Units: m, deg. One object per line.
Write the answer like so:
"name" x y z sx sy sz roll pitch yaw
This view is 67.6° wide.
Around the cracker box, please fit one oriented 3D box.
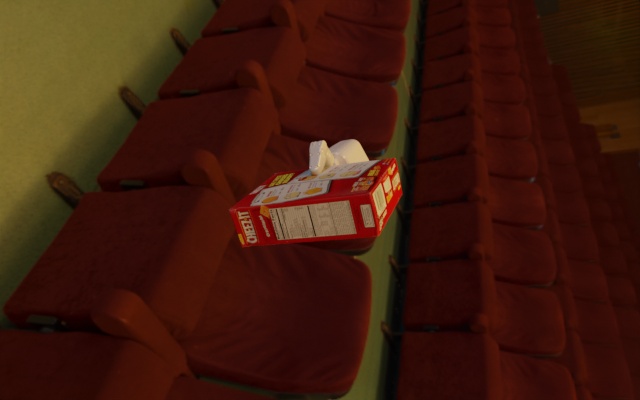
"cracker box" 0.000 0.002 0.714 0.214 0.072 0.164 -7 19 23
